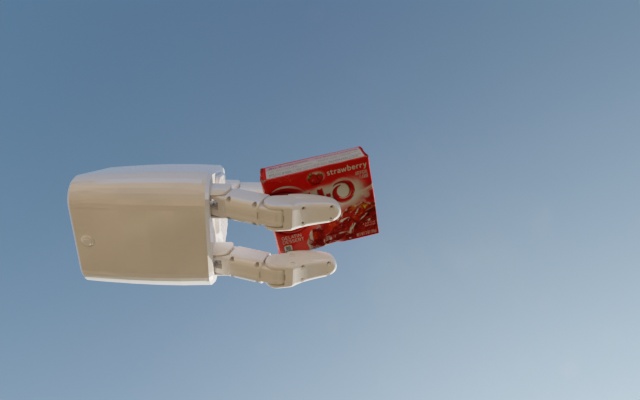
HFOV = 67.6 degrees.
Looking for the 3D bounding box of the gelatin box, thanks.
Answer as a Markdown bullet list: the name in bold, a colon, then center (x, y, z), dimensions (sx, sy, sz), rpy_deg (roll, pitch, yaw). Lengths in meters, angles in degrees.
- **gelatin box**: center (0.000, 0.001, 0.401), dimensions (0.089, 0.073, 0.030), rpy_deg (-13, 27, -4)
